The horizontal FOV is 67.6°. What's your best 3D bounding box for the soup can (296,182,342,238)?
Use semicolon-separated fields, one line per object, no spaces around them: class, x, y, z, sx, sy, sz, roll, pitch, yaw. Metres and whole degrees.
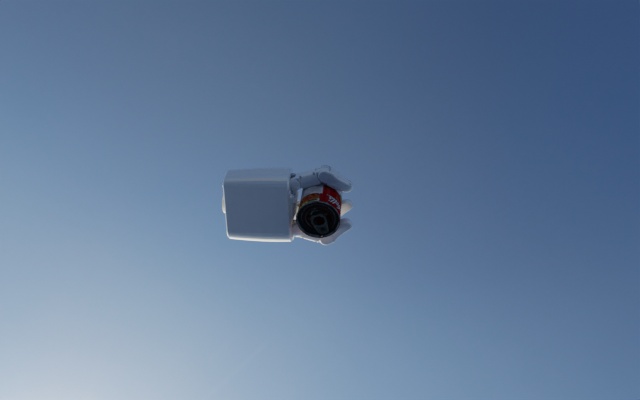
soup can;0.001;0.002;0.760;0.068;0.068;0.102;0;33;5
